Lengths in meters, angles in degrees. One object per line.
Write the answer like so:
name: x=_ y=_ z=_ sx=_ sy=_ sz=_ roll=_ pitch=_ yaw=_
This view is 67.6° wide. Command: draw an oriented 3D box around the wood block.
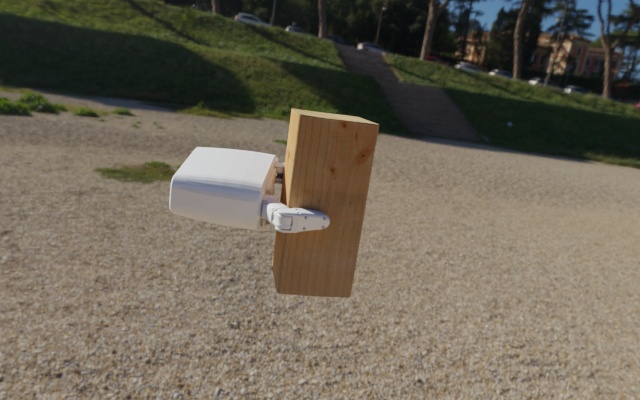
wood block: x=0.000 y=0.002 z=0.573 sx=0.090 sy=0.206 sz=0.090 roll=5 pitch=14 yaw=-11
